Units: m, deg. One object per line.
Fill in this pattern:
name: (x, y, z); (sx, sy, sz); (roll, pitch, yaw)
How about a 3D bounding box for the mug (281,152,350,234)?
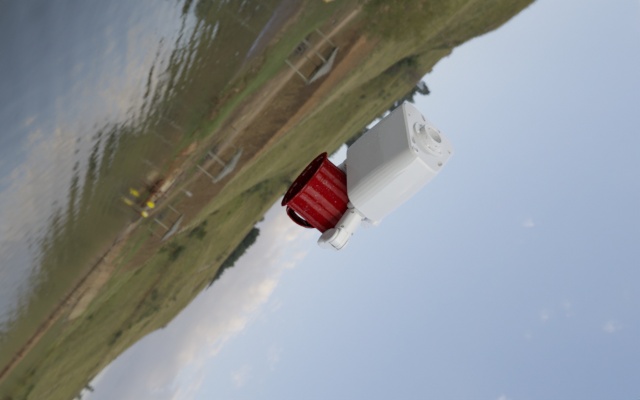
mug: (-0.001, 0.003, 0.647); (0.117, 0.081, 0.093); (-40, 16, 38)
